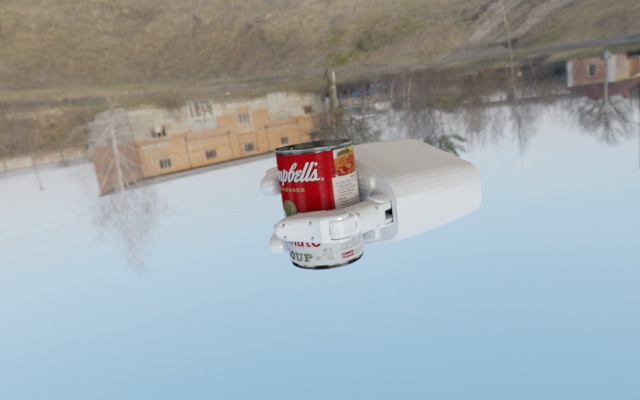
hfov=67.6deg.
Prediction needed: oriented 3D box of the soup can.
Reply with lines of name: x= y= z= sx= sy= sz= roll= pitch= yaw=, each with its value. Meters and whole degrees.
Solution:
soup can: x=0.000 y=0.002 z=0.417 sx=0.068 sy=0.102 sz=0.068 roll=-7 pitch=12 yaw=1
